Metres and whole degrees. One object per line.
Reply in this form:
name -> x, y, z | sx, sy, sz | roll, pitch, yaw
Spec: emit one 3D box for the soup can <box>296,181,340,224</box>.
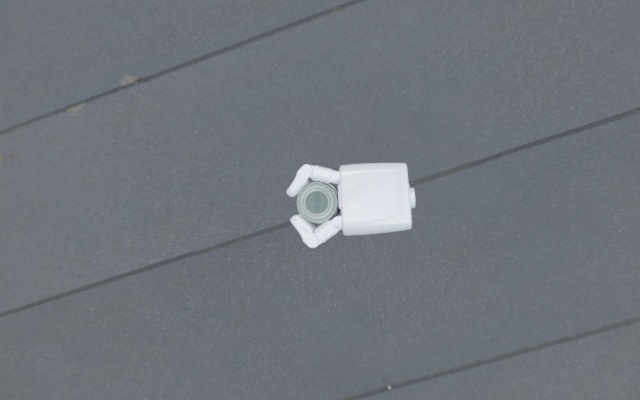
soup can -> 0.000, 0.003, 0.789 | 0.068, 0.068, 0.102 | 0, 1, 6
